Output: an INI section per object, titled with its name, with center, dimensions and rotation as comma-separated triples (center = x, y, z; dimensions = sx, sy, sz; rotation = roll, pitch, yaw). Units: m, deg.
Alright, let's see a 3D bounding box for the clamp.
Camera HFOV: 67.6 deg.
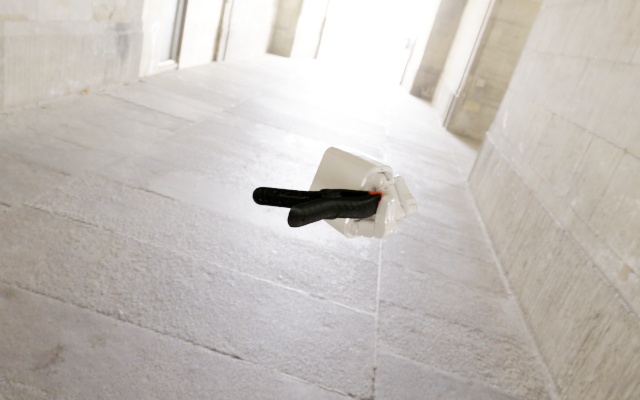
[clamp]
center = 0.000, 0.001, 0.616
dimensions = 0.171, 0.039, 0.120
rotation = -2, 21, -39
